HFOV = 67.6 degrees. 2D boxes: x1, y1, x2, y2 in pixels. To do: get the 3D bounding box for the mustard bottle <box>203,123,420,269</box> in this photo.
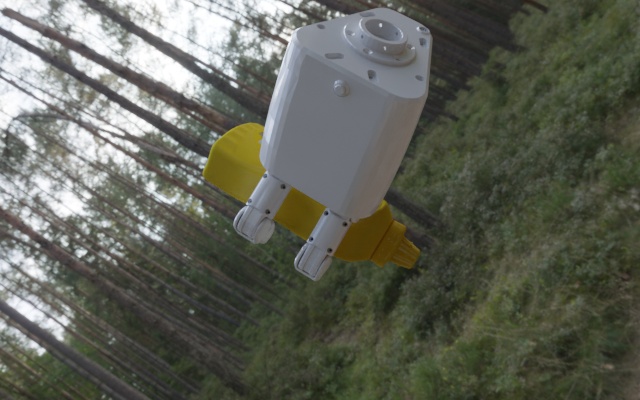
[{"bbox_3d":[0.000,0.002,0.419,0.191,0.058,0.096,31,23,9],"label":"mustard bottle"}]
